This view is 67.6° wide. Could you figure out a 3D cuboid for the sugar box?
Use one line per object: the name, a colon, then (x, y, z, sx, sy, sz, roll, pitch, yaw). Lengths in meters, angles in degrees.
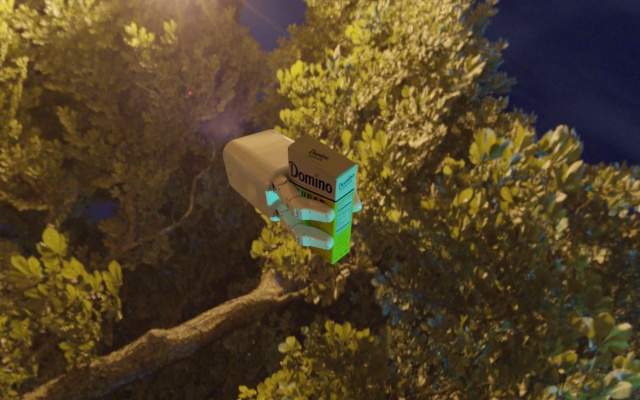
sugar box: (0.000, 0.003, 0.674, 0.093, 0.176, 0.048, 34, 57, 29)
